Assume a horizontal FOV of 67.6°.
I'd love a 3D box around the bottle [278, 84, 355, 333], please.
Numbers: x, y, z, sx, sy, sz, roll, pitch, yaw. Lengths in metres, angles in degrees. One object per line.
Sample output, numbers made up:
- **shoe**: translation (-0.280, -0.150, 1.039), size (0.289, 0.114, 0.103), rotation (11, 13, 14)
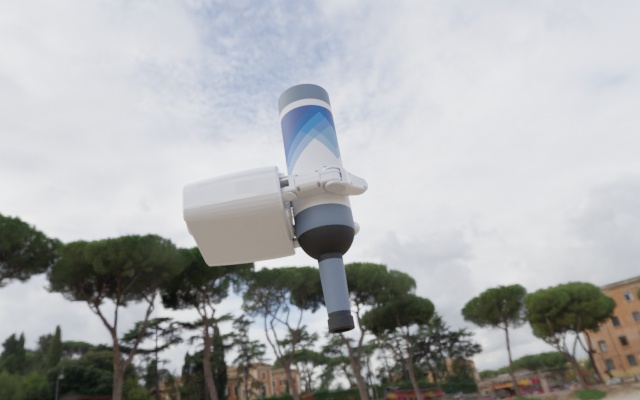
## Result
- **bottle**: translation (0.000, 0.002, 0.550), size (0.069, 0.295, 0.069), rotation (-8, -26, -4)
